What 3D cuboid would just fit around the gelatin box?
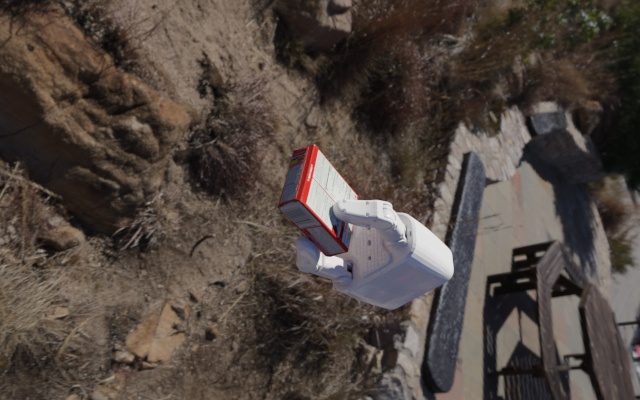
[{"bbox_3d":[0.000,0.001,0.471,0.030,0.073,0.089,-15,-45,31],"label":"gelatin box"}]
